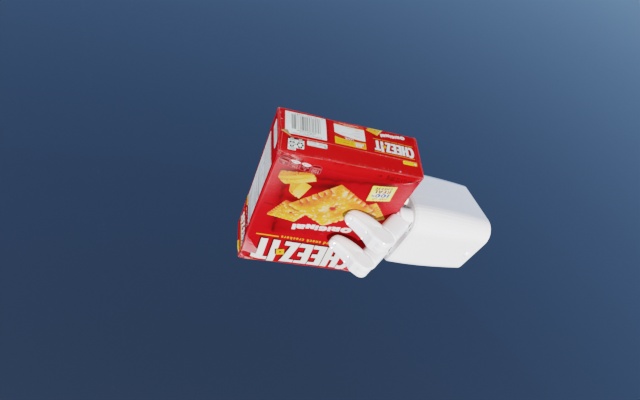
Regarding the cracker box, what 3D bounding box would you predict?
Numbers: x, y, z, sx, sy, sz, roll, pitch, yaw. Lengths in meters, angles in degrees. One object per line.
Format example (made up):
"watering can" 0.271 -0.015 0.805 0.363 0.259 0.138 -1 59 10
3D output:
"cracker box" 0.000 0.002 0.579 0.164 0.072 0.214 10 -40 -16
